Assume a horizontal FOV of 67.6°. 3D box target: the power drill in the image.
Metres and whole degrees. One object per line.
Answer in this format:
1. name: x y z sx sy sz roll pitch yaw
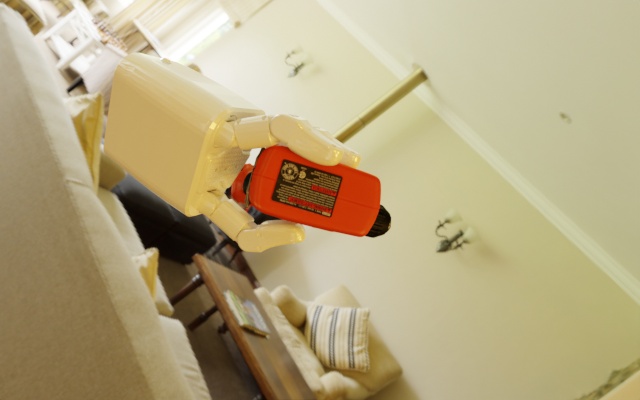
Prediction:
1. power drill: 0.000 0.001 0.468 0.184 0.057 0.187 14 -5 -7
